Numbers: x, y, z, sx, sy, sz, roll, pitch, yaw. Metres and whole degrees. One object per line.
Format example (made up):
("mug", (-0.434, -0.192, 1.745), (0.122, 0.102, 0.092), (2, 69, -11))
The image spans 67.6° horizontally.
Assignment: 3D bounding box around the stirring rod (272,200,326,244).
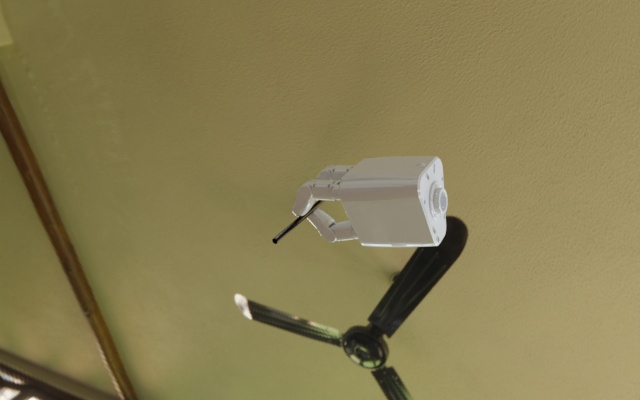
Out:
("stirring rod", (0.000, 0.002, 0.700), (0.011, 0.011, 0.239), (0, 24, 32))
